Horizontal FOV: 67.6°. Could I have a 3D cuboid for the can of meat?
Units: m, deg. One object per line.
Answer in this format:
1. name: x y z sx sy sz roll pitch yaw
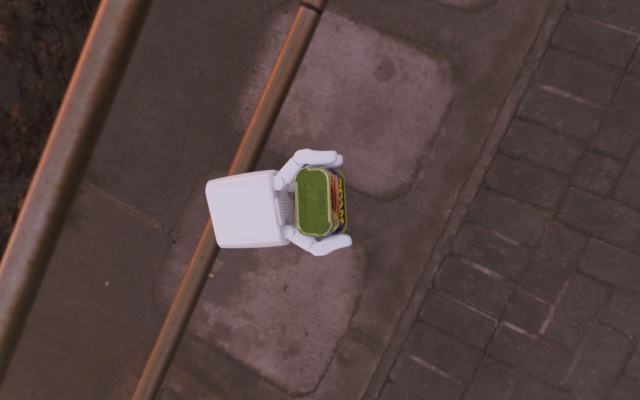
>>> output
1. can of meat: 0.000 0.002 0.690 0.057 0.102 0.084 -3 -2 16
